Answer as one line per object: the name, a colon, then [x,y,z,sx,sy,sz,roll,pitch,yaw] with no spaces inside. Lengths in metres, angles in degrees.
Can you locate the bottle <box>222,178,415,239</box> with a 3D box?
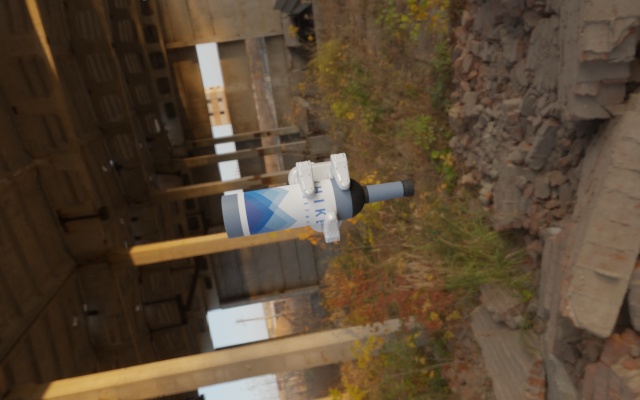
bottle: [0.000,0.002,0.741,0.296,0.069,0.069,-9,1,-6]
